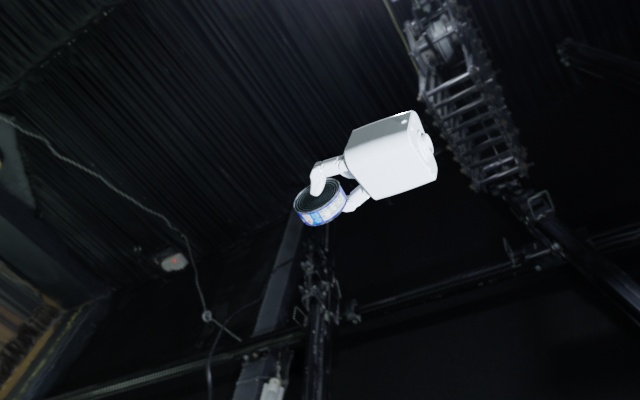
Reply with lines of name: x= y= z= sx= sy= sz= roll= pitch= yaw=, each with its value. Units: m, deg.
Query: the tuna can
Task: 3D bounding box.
tuna can: x=0.000 y=0.003 z=0.796 sx=0.086 sy=0.034 sz=0.086 roll=-23 pitch=31 yaw=15
